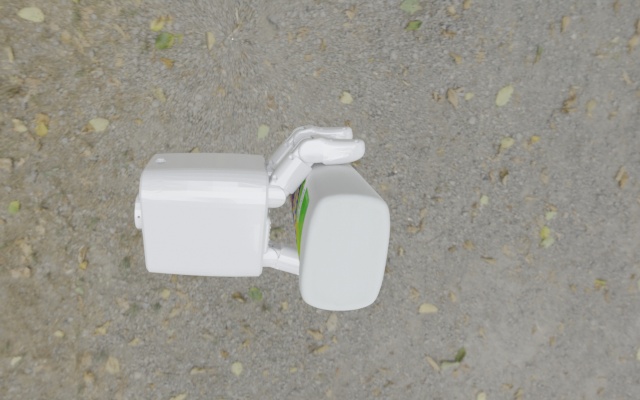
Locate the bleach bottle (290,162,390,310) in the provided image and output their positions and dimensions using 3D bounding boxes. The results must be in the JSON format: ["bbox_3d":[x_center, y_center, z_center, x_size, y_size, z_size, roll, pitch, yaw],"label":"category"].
[{"bbox_3d":[0.000,0.001,0.480,0.068,0.102,0.250,4,18,-11],"label":"bleach bottle"}]
